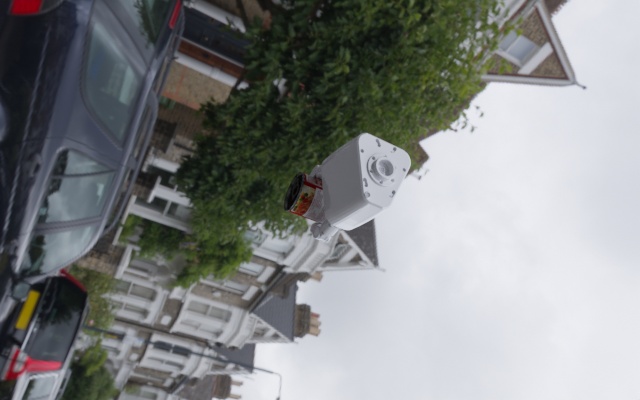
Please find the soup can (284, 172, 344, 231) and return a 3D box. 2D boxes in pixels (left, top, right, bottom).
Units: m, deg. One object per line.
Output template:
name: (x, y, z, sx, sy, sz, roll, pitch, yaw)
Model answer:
soup can: (0.000, 0.003, 0.785, 0.102, 0.068, 0.068, 21, -8, -20)
